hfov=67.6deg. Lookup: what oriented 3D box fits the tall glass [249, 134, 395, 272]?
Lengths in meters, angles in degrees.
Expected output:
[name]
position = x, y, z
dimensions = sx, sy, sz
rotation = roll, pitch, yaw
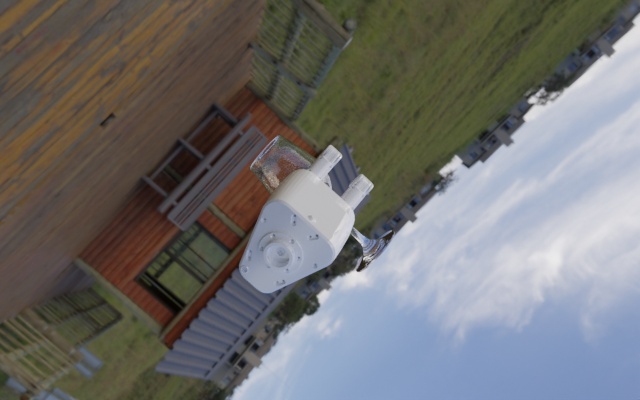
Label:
[tall glass]
position = 0.001, 0.003, 0.635
dimensions = 0.201, 0.079, 0.079
rotation = 42, -3, -3
